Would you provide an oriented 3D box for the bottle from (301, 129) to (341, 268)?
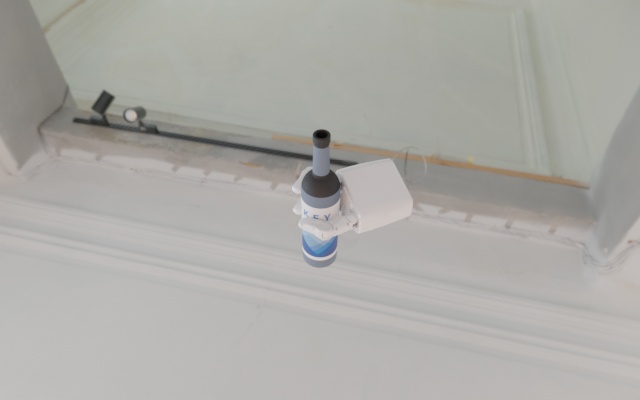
[{"bbox_3d":[0.000,0.003,0.824,0.069,0.069,0.296,0,-44,-1],"label":"bottle"}]
